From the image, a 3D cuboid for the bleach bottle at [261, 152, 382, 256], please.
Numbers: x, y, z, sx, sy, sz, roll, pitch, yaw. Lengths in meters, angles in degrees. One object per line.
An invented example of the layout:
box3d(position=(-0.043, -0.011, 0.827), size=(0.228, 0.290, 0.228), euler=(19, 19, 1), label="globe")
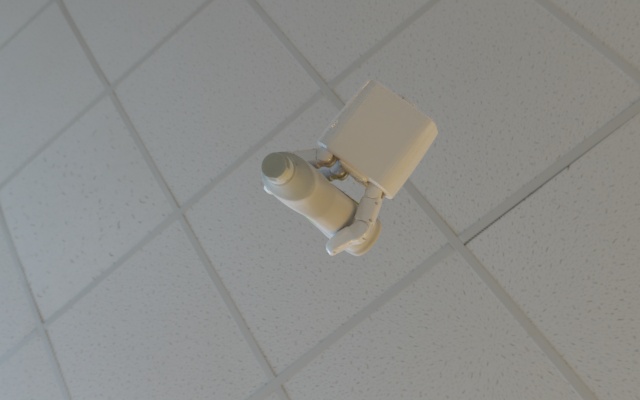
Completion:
box3d(position=(0.000, 0.002, 0.596), size=(0.102, 0.068, 0.251), euler=(36, -1, 25), label="bleach bottle")
